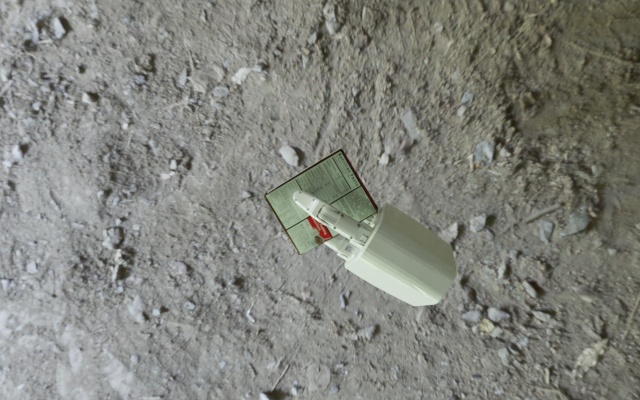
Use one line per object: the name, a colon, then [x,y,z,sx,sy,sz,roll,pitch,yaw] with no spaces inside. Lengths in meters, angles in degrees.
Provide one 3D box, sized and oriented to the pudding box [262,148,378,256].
pudding box: [0.000,0.002,0.582,0.113,0.090,0.039,-30,3,1]
